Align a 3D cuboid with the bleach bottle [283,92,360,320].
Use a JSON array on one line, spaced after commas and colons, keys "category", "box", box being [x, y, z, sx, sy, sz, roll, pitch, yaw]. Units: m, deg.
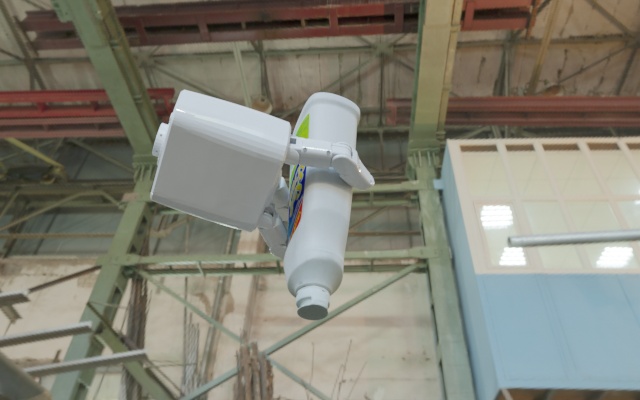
[{"category": "bleach bottle", "box": [0.000, 0.002, 0.501, 0.068, 0.250, 0.103, 16, -44, -14]}]
